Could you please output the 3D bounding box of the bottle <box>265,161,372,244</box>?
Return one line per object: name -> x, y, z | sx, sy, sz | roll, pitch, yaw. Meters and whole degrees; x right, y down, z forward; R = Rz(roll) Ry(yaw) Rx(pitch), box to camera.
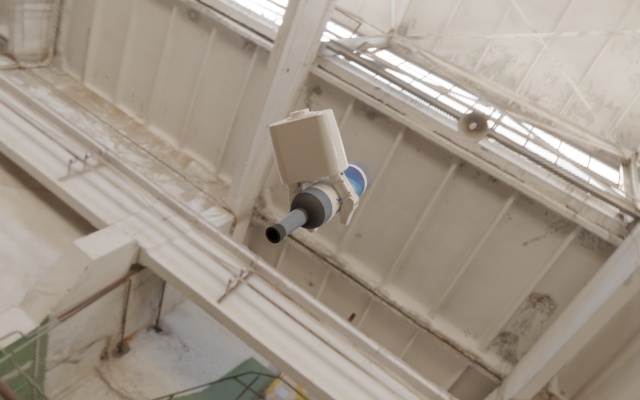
bottle -> 0.000, 0.003, 0.827 | 0.069, 0.069, 0.295 | 0, 19, 31
